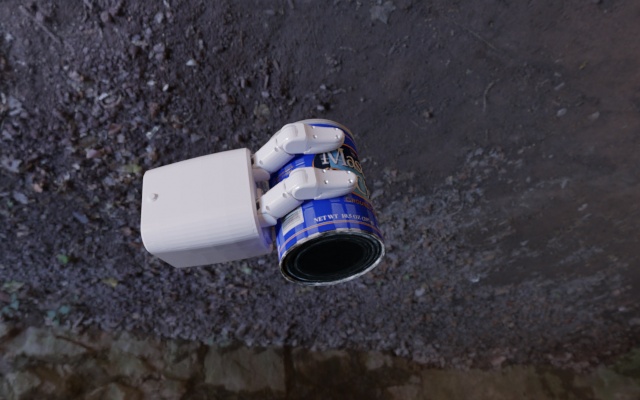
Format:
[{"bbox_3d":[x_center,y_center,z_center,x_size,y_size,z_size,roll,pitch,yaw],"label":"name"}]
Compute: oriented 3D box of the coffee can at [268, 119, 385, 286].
[{"bbox_3d":[0.000,0.001,0.491,0.103,0.140,0.103,-8,-35,-6],"label":"coffee can"}]
